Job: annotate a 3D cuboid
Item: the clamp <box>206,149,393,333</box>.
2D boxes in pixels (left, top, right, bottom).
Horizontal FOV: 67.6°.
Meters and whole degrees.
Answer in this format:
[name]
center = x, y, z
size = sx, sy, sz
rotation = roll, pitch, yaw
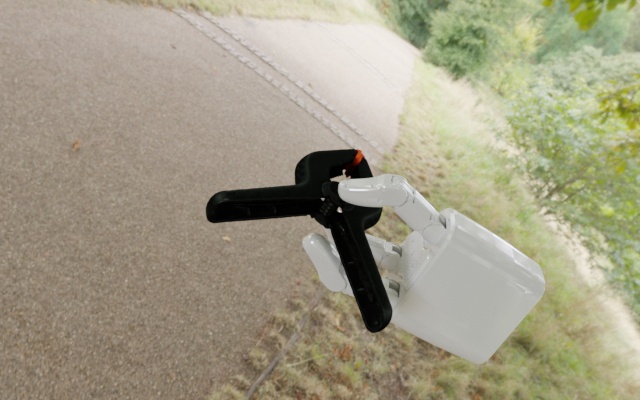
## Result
[clamp]
center = 0.001, 0.001, 0.430
size = 0.164, 0.036, 0.209
rotation = 32, 34, -9
